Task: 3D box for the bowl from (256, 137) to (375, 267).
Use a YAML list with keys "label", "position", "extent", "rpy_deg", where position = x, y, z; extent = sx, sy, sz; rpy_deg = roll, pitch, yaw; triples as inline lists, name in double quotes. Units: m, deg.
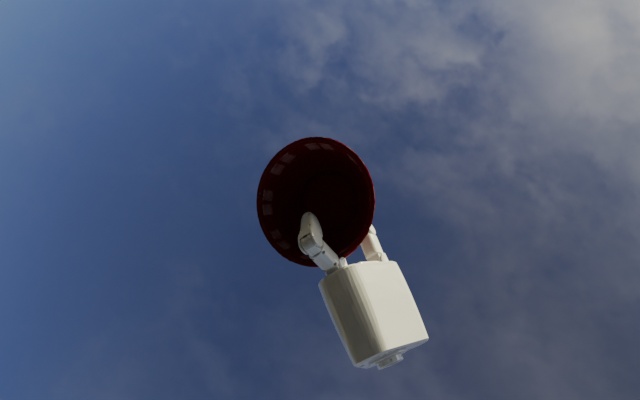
- label: "bowl"
  position: [0.000, 0.001, 0.614]
  extent: [0.162, 0.162, 0.055]
  rpy_deg: [0, -1, 24]
